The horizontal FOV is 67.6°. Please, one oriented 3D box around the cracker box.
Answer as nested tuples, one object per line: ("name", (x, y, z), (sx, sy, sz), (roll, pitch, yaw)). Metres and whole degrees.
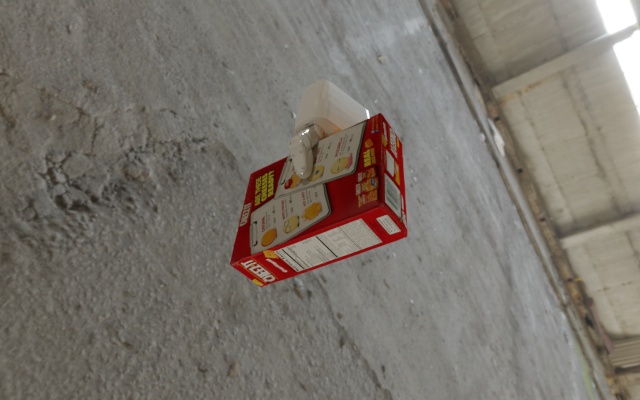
("cracker box", (0.000, 0.002, 0.604), (0.214, 0.164, 0.072), (-23, -50, 26))
